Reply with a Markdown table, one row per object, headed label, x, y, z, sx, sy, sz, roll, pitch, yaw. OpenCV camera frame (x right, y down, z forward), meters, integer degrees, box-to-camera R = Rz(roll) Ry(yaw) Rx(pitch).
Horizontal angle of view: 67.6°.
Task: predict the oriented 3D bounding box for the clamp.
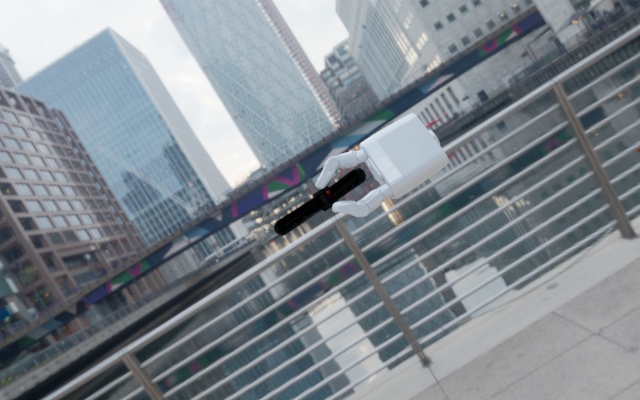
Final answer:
| label | x | y | z | sx | sy | sz | roll | pitch | yaw |
| --- | --- | --- | --- | --- | --- | --- | --- | --- | --- |
| clamp | 0.000 | 0.002 | 0.814 | 0.164 | 0.036 | 0.210 | -33 | -1 | 1 |
